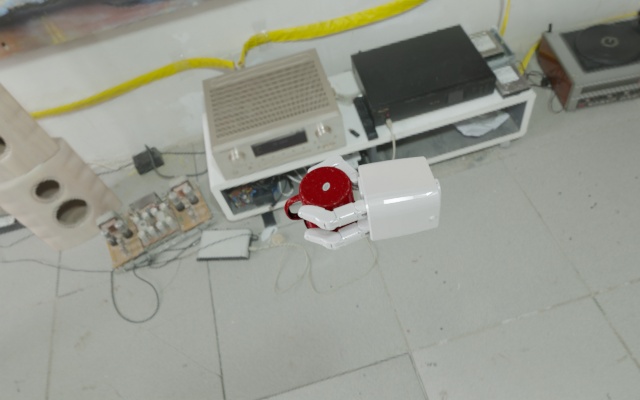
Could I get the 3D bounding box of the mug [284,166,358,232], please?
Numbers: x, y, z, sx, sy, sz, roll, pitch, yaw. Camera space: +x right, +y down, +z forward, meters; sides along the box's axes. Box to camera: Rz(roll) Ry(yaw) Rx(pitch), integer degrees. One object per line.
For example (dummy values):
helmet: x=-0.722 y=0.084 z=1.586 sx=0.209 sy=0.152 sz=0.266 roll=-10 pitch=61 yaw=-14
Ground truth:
mug: x=-0.001 y=0.003 z=0.754 sx=0.117 sy=0.093 sz=0.082 roll=-11 pitch=-36 yaw=3
